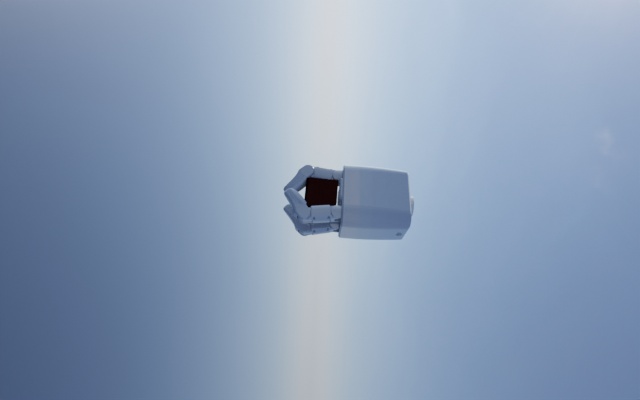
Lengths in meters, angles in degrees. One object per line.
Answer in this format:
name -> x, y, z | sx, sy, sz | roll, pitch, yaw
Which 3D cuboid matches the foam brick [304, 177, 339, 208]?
foam brick -> 0.000, 0.003, 0.779 | 0.051, 0.053, 0.078 | 5, -20, 0
